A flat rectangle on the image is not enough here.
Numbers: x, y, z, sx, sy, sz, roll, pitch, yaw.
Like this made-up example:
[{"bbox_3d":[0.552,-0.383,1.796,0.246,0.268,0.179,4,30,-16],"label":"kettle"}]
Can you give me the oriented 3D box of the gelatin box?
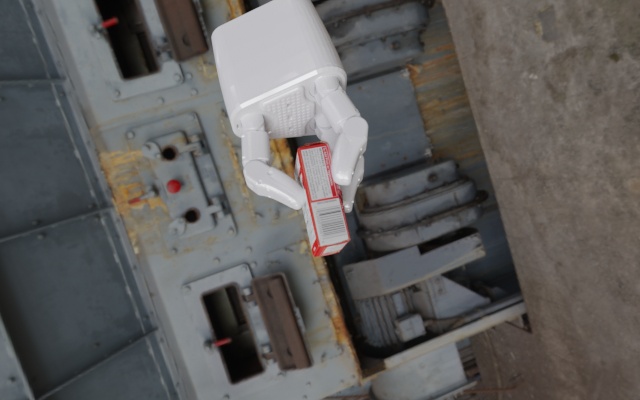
[{"bbox_3d":[0.000,0.002,0.426,0.030,0.089,0.073,-11,-12,-7],"label":"gelatin box"}]
